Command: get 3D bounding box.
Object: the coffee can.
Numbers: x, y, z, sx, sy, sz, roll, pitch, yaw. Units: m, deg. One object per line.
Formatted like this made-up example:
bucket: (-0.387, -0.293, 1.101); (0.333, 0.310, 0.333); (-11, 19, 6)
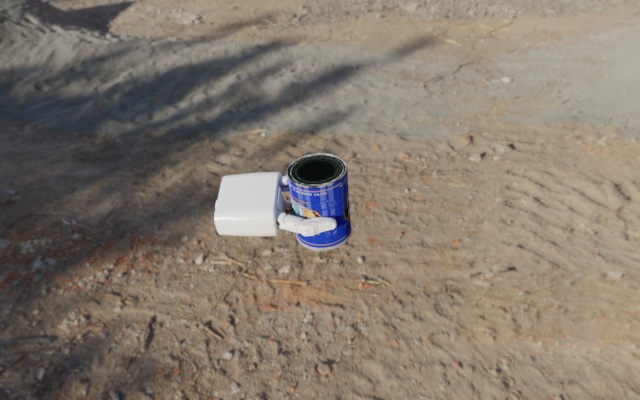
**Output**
coffee can: (0.000, 0.003, 0.838); (0.103, 0.140, 0.102); (-4, 36, 3)
